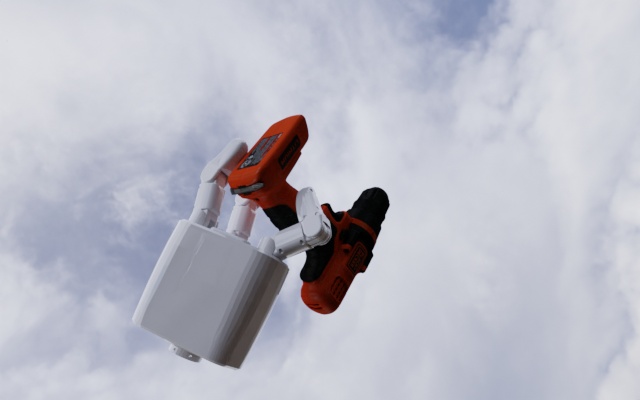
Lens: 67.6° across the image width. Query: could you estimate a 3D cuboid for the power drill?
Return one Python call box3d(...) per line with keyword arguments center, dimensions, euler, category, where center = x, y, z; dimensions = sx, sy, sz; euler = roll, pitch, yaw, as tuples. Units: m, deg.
box3d(center=(0.000, 0.002, 0.527), dimensions=(0.057, 0.188, 0.184), euler=(-12, 35, 43), category="power drill")
